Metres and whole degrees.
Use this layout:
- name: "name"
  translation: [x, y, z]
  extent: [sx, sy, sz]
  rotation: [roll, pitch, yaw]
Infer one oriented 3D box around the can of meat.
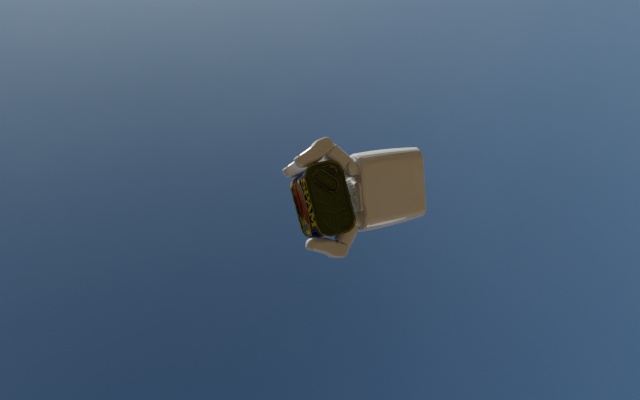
- name: "can of meat"
  translation: [0.000, 0.002, 0.678]
  extent: [0.057, 0.102, 0.084]
  rotation: [-13, -4, -21]
